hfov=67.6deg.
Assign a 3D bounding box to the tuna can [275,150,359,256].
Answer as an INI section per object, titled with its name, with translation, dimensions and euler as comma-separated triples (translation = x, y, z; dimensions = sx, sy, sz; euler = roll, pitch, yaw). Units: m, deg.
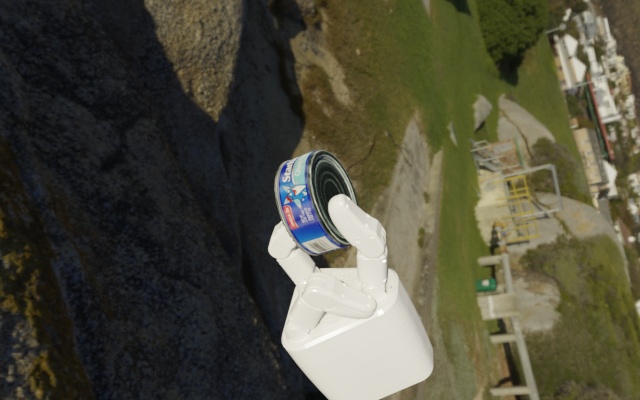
[tuna can]
translation = 0.001, 0.001, 0.403
dimensions = 0.034, 0.086, 0.086
euler = -19, -9, 27
